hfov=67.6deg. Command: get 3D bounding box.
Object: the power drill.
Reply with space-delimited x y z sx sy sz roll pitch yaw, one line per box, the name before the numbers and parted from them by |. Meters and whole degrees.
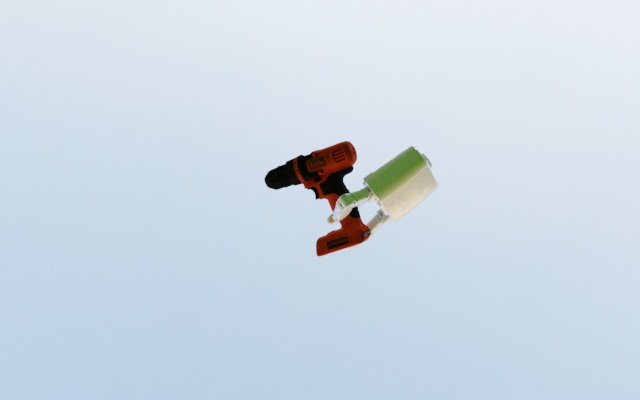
power drill | 0.001 0.003 0.872 0.184 0.187 0.057 -19 2 23
